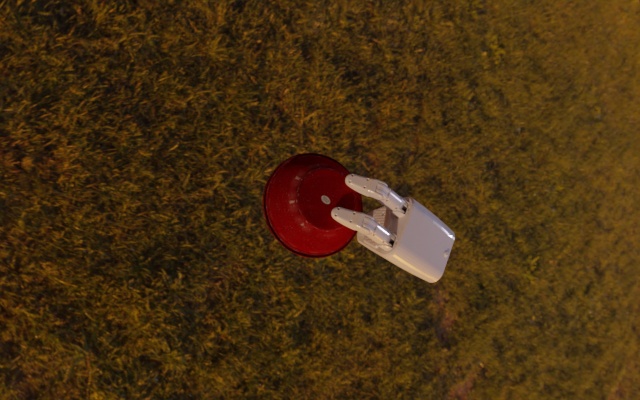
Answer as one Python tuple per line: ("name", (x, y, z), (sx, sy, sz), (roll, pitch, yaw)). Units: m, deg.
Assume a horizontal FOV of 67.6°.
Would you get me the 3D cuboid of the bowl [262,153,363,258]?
("bowl", (-0.001, 0.002, 0.697), (0.162, 0.162, 0.055), (0, -9, -21))
